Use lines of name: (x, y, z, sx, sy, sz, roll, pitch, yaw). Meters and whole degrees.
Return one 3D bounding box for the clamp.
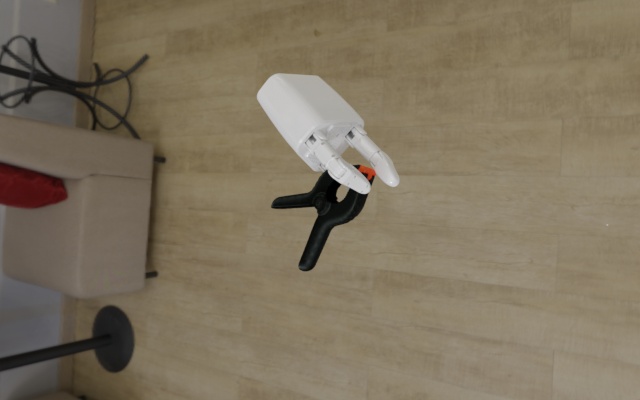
clamp: (0.000, 0.002, 0.660, 0.171, 0.120, 0.039, -48, -25, 20)
